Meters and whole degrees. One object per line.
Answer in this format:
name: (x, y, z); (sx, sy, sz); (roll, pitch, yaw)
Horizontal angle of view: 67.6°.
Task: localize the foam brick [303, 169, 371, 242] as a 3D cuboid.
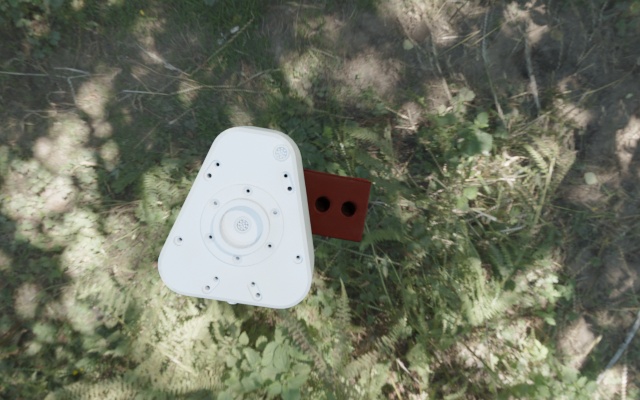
foam brick: (0.000, 0.001, 0.413); (0.078, 0.053, 0.051); (9, 5, -4)
